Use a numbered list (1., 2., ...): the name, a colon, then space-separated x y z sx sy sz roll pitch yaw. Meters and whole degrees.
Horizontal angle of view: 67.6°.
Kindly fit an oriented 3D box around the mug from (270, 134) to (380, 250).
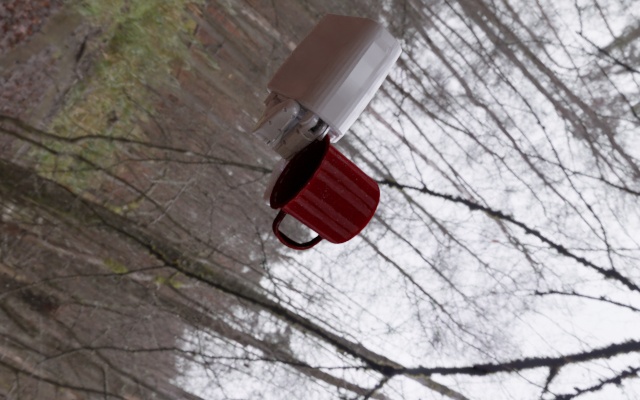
1. mug: -0.001 0.003 0.495 0.081 0.117 0.093 37 2 -21
